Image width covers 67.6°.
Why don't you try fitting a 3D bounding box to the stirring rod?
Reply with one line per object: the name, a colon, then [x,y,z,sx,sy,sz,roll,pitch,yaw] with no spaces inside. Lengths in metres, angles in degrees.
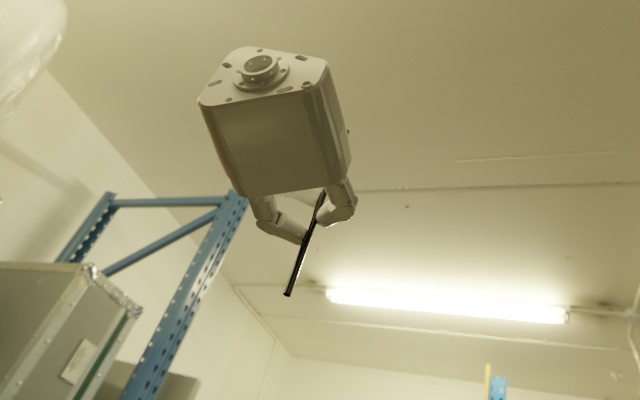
stirring rod: [0.000,0.002,0.535,0.011,0.239,0.011,12,-38,10]
